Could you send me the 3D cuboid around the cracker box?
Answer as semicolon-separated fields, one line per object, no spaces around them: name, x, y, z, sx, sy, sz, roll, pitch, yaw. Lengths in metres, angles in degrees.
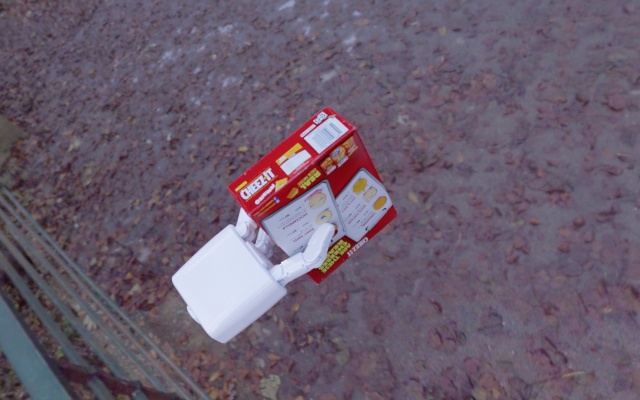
cracker box;0.000;0.002;0.649;0.072;0.164;0.214;47;-4;38
